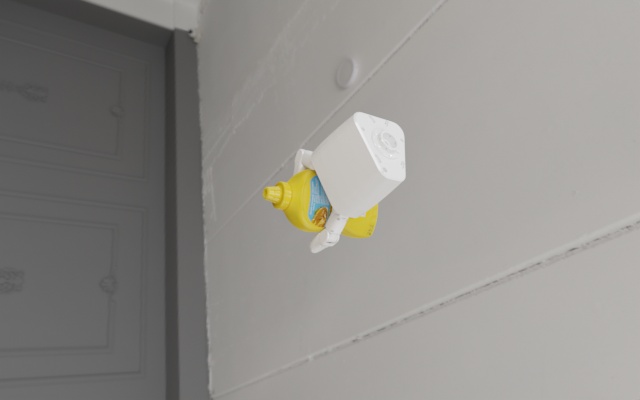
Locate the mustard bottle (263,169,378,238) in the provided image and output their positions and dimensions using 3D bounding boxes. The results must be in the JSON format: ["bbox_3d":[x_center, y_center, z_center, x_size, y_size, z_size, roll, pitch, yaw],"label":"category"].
[{"bbox_3d":[0.000,0.003,0.738,0.191,0.096,0.058,9,-9,-33],"label":"mustard bottle"}]
